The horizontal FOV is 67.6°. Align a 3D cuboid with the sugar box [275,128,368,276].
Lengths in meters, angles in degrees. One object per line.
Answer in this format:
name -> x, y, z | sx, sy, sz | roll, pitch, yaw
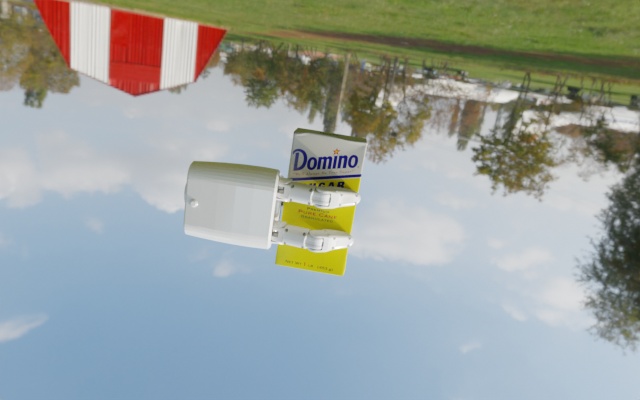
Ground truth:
sugar box -> 0.000, 0.002, 0.610 | 0.093, 0.176, 0.048 | 9, 16, 2
